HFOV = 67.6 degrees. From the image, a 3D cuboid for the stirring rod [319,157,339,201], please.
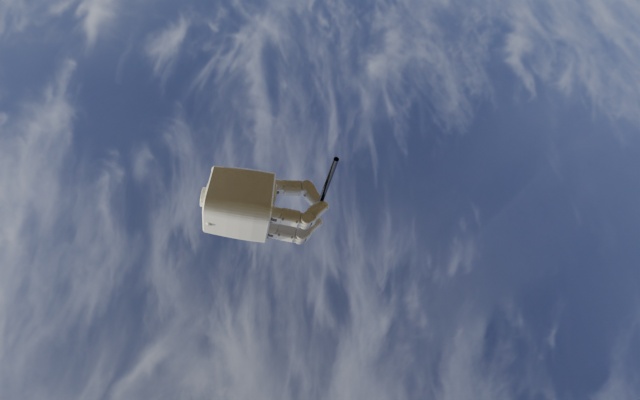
[{"bbox_3d":[0.000,0.002,0.783,0.011,0.011,0.240,0,-31,-13],"label":"stirring rod"}]
